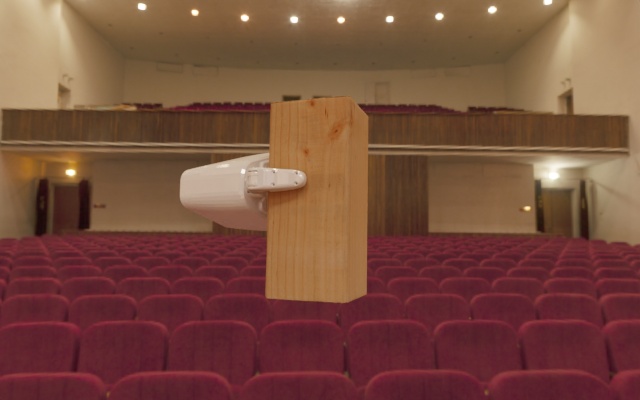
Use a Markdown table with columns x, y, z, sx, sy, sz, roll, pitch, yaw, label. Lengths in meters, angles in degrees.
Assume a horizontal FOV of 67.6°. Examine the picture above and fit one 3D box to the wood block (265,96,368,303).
| x | y | z | sx | sy | sz | roll | pitch | yaw | label |
| --- | --- | --- | --- | --- | --- | --- | --- | --- | --- |
| 0.000 | 0.002 | 0.523 | 0.090 | 0.206 | 0.091 | -1 | -5 | 19 | wood block |
